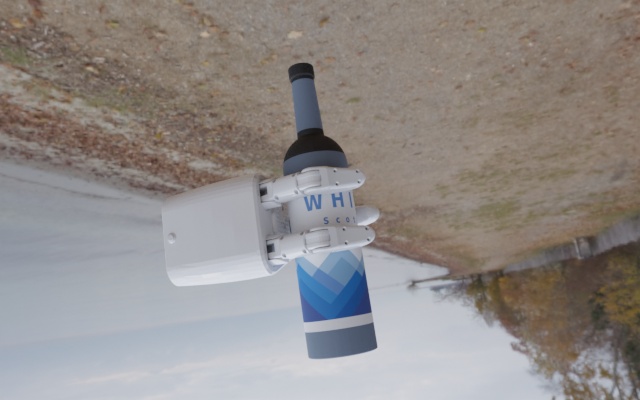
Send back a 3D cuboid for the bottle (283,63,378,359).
[{"bbox_3d":[0.000,0.002,0.481,0.069,0.295,0.069,-8,-11,-2],"label":"bottle"}]
